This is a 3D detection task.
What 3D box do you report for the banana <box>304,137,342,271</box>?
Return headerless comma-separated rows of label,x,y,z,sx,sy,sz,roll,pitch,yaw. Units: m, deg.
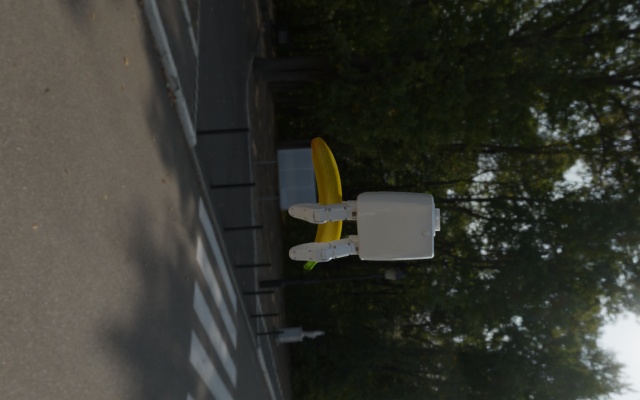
banana,0.008,0.006,0.726,0.037,0.198,0.069,3,2,27
